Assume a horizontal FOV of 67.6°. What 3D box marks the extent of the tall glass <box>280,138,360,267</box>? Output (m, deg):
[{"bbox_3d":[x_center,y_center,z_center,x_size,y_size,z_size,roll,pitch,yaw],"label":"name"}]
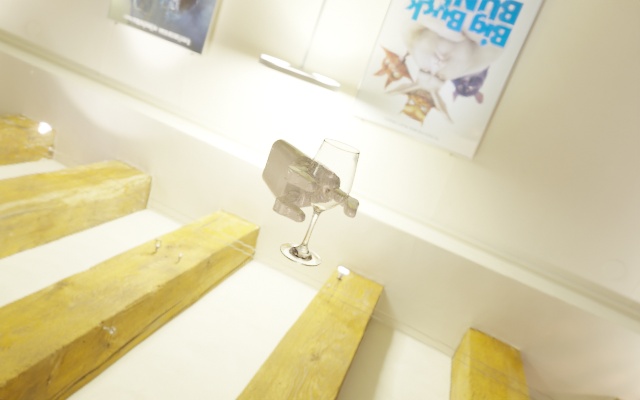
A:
[{"bbox_3d":[0.000,0.003,0.777,0.079,0.201,0.079,19,18,-6],"label":"tall glass"}]
